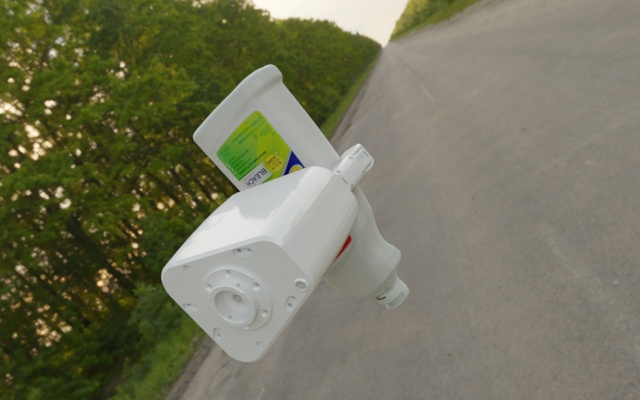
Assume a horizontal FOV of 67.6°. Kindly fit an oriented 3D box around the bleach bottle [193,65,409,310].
[{"bbox_3d":[0.000,0.001,0.454,0.102,0.251,0.068,-37,9,30],"label":"bleach bottle"}]
